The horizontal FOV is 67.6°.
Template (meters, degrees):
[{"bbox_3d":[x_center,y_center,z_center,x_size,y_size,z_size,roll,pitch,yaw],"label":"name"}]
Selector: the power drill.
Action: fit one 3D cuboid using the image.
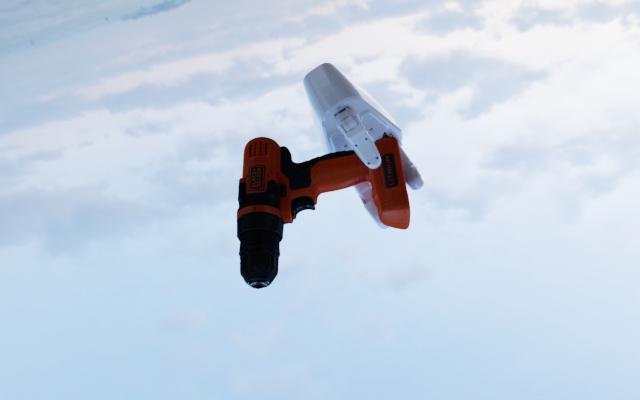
[{"bbox_3d":[0.001,0.001,0.524,0.187,0.184,0.057,-5,-29,4],"label":"power drill"}]
